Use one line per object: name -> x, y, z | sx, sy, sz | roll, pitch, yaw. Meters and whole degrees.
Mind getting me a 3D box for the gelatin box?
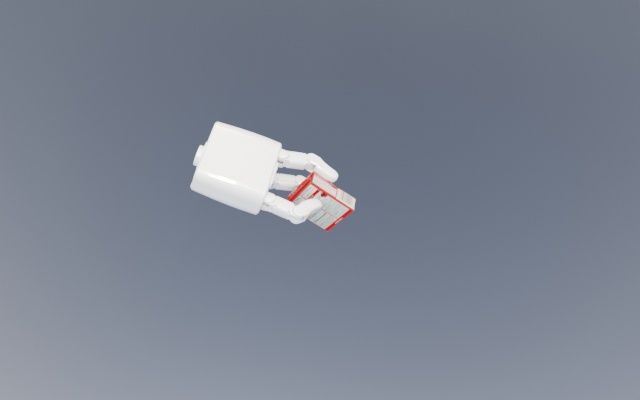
gelatin box -> 0.000, 0.003, 0.769 | 0.089, 0.030, 0.073 | 33, -48, -18
